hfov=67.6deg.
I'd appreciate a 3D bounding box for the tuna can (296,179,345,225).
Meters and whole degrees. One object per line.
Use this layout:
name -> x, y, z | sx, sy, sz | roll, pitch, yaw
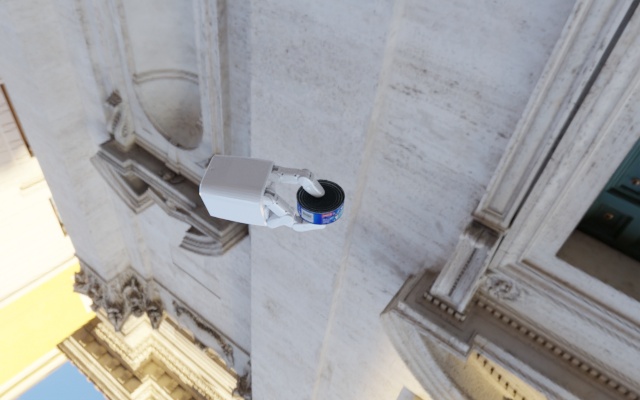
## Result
tuna can -> 0.000, 0.003, 0.846 | 0.086, 0.034, 0.086 | 0, 44, 0
